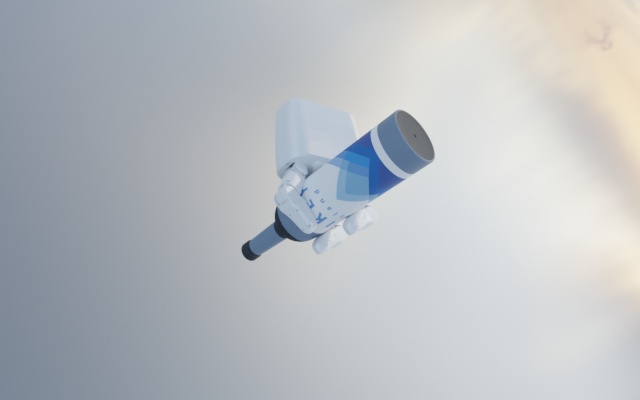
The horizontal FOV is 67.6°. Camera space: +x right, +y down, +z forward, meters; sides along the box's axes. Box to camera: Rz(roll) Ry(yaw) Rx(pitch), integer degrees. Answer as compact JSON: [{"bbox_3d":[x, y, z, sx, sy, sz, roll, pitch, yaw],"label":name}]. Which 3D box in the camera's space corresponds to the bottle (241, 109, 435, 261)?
[{"bbox_3d":[0.000,0.002,0.582,0.296,0.069,0.069,-35,-22,34],"label":"bottle"}]
